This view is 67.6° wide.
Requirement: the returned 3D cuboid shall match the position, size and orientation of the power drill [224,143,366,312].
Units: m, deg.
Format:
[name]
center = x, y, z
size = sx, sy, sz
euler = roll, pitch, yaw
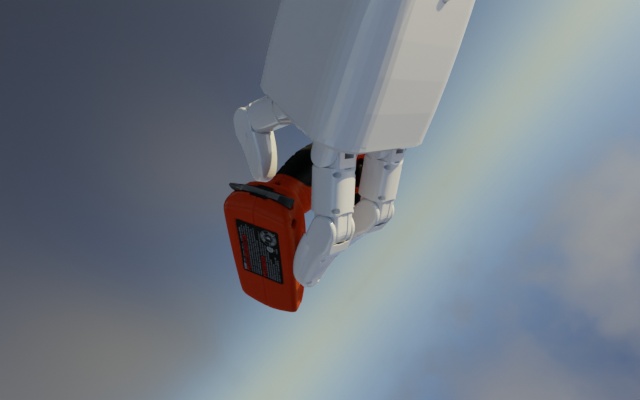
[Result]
[power drill]
center = 0.000, 0.001, 0.409
size = 0.057, 0.185, 0.187
euler = 14, 42, 23
